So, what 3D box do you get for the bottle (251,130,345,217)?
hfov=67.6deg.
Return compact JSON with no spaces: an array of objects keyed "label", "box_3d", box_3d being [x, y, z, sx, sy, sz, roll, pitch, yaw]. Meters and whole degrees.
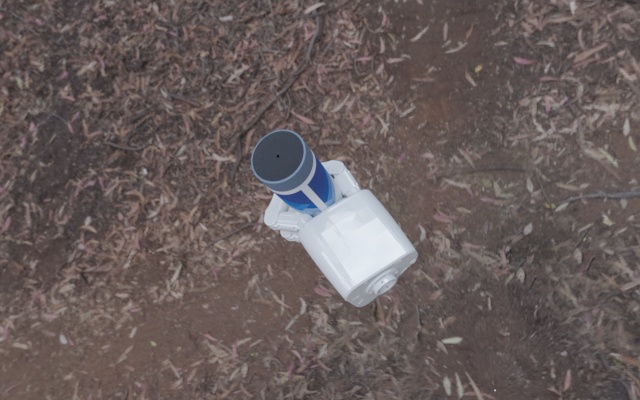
[{"label":"bottle","box_3d":[0.000,0.002,0.656,0.069,0.069,0.296,0,-20,20]}]
